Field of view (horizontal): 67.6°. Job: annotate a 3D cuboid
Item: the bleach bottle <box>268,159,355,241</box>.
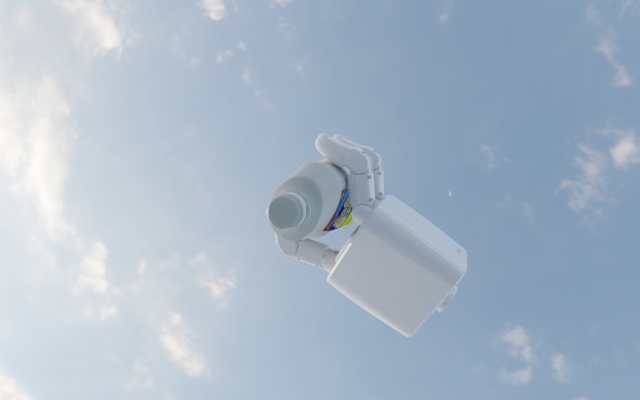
[{"bbox_3d":[0.000,0.002,0.523,0.068,0.102,0.251,34,15,10],"label":"bleach bottle"}]
